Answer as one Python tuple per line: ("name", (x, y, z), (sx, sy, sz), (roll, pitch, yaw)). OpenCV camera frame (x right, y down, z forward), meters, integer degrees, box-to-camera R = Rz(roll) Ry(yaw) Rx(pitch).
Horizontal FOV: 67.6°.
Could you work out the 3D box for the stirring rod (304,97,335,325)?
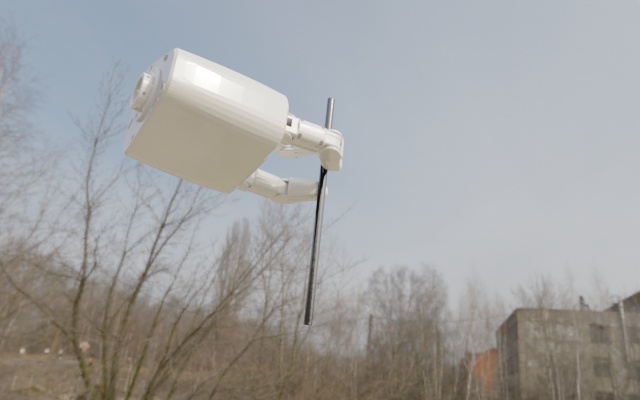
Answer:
("stirring rod", (0.000, 0.002, 0.478), (0.011, 0.239, 0.011), (5, -21, 2))
